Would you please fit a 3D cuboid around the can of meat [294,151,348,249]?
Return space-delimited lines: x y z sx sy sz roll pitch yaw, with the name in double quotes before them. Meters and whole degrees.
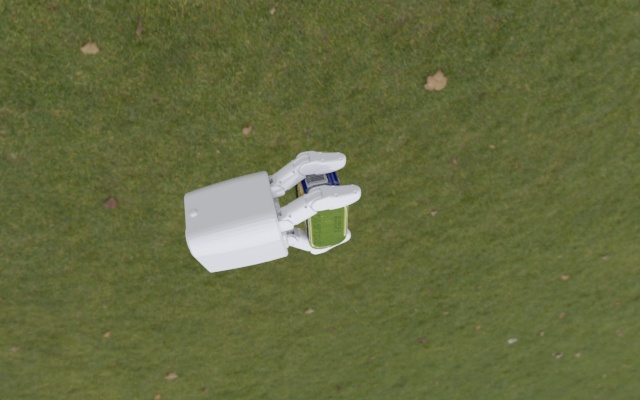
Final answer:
"can of meat" 0.000 0.002 0.623 0.057 0.084 0.102 -11 -39 -7
